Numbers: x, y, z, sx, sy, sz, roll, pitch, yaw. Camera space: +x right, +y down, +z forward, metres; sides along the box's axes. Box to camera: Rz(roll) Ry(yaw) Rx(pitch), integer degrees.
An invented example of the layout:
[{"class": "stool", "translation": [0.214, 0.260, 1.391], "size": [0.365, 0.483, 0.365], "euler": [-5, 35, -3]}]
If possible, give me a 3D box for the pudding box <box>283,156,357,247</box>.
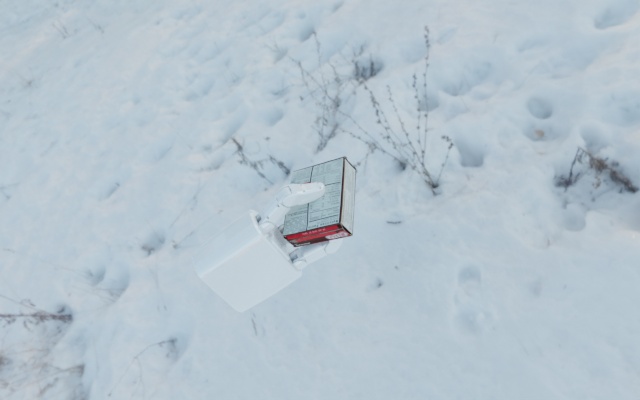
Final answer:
[{"class": "pudding box", "translation": [0.000, 0.002, 0.649], "size": [0.090, 0.113, 0.039], "euler": [-13, -36, 27]}]
